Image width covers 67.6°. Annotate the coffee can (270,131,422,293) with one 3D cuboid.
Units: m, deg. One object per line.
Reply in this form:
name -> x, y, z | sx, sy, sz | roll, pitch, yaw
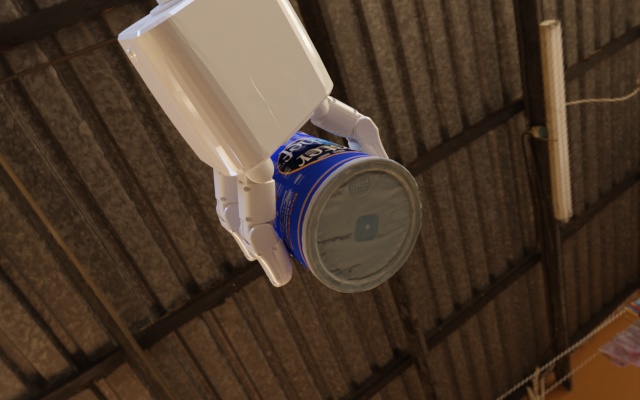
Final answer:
coffee can -> 0.000, 0.001, 0.401 | 0.103, 0.103, 0.140 | 0, 15, -31
